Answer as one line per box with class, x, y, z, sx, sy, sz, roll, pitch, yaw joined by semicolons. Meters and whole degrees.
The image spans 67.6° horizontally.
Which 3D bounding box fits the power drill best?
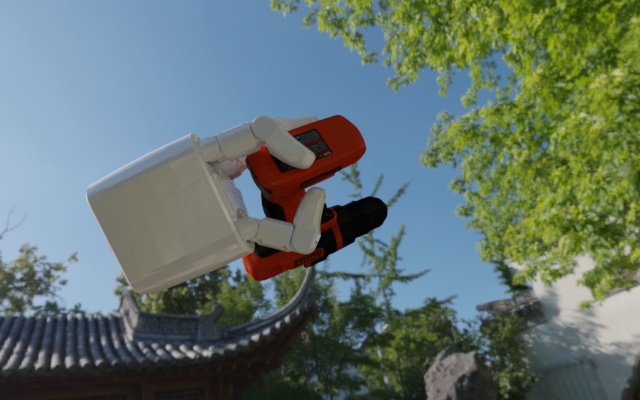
power drill;0.000;0.001;0.501;0.184;0.057;0.188;-24;-33;-18
